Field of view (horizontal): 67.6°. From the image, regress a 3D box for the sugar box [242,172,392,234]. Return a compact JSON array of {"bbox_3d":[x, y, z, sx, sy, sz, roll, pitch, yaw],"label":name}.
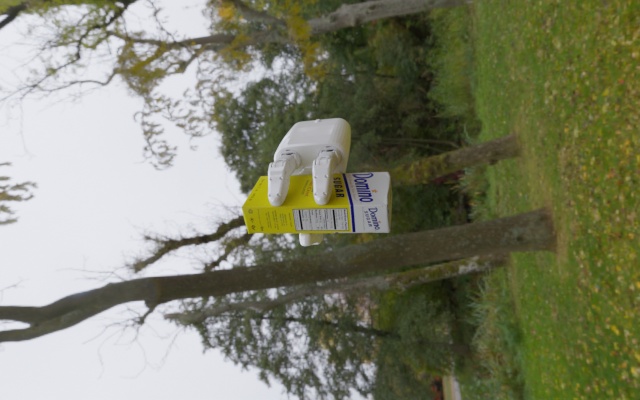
[{"bbox_3d":[0.000,0.001,0.600,0.176,0.048,0.093,-4,28,11],"label":"sugar box"}]
